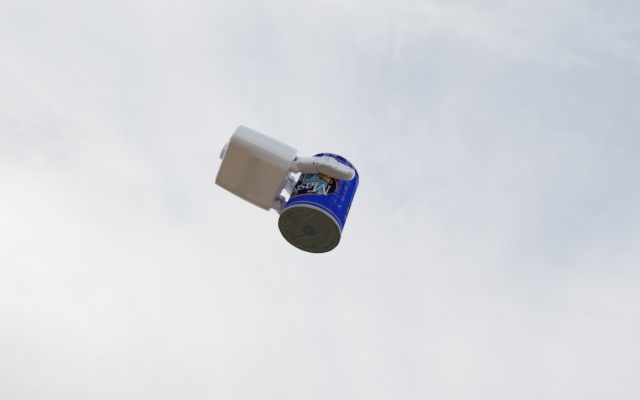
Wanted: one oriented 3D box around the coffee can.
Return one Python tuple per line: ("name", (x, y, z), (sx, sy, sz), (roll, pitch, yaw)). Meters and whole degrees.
("coffee can", (0.000, 0.003, 0.791), (0.103, 0.103, 0.140), (0, 41, 21))
